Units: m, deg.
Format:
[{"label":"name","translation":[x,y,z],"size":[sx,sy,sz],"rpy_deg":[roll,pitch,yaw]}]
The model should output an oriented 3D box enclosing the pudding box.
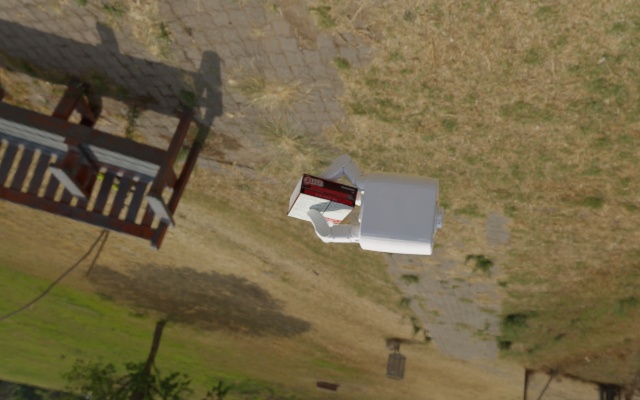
[{"label":"pudding box","translation":[0.000,0.003,0.769],"size":[0.090,0.039,0.113],"rpy_deg":[16,-25,-9]}]
